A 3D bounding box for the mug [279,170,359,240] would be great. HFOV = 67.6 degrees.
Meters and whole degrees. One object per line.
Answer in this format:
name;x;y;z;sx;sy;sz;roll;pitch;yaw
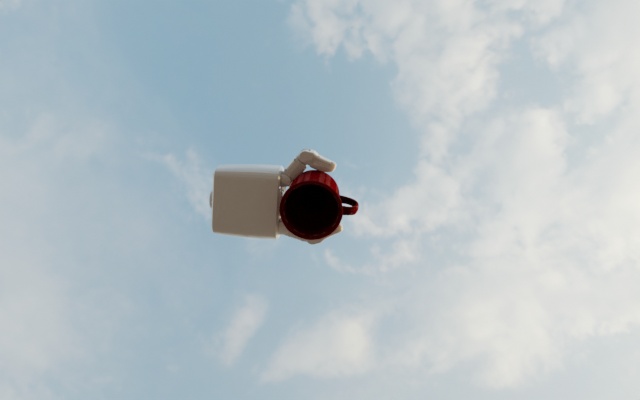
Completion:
mug;0.002;0.002;0.731;0.117;0.093;0.081;4;20;2
